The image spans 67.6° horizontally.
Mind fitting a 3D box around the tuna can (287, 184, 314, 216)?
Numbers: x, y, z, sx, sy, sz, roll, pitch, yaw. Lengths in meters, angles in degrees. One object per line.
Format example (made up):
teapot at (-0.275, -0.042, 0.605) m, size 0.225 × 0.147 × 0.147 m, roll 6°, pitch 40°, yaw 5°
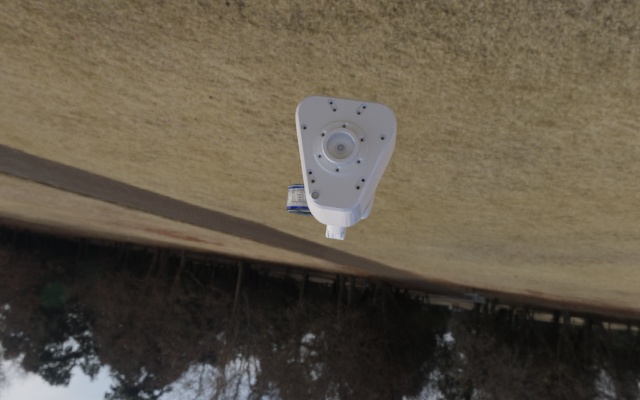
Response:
tuna can at (0.000, 0.003, 0.606) m, size 0.086 × 0.033 × 0.086 m, roll 6°, pitch -6°, yaw 1°
